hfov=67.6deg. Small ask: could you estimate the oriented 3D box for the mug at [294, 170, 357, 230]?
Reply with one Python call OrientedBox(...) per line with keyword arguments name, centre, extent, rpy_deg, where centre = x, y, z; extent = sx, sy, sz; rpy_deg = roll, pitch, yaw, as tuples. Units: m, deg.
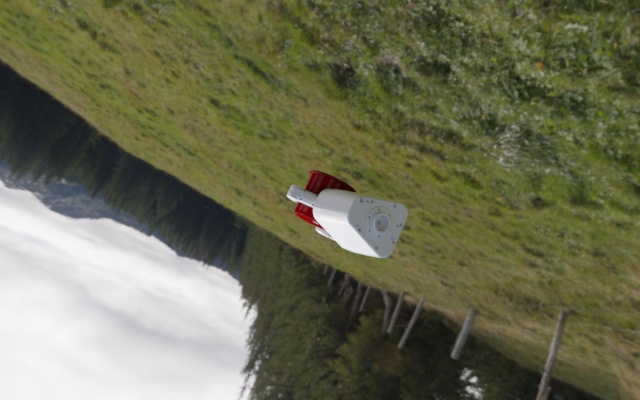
OrientedBox(name="mug", centre=(-0.001, 0.003, 0.859), extent=(0.093, 0.081, 0.117), rpy_deg=(30, -10, -26))
